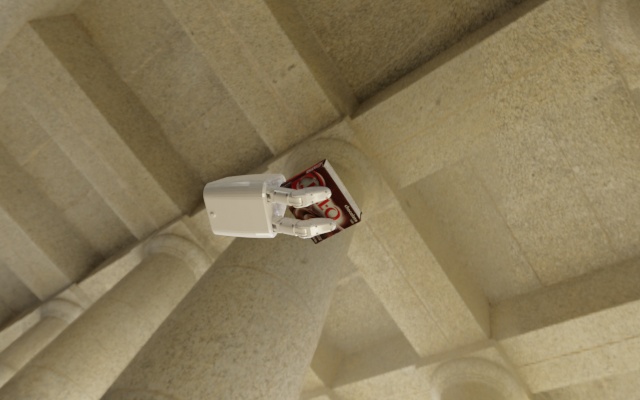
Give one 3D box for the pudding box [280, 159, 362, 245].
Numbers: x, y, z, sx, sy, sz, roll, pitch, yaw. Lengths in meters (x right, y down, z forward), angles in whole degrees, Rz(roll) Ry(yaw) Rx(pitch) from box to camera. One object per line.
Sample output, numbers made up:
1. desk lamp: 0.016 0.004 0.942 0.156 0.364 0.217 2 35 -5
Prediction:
1. pudding box: 0.000 0.002 0.763 0.090 0.113 0.039 -29 19 22
